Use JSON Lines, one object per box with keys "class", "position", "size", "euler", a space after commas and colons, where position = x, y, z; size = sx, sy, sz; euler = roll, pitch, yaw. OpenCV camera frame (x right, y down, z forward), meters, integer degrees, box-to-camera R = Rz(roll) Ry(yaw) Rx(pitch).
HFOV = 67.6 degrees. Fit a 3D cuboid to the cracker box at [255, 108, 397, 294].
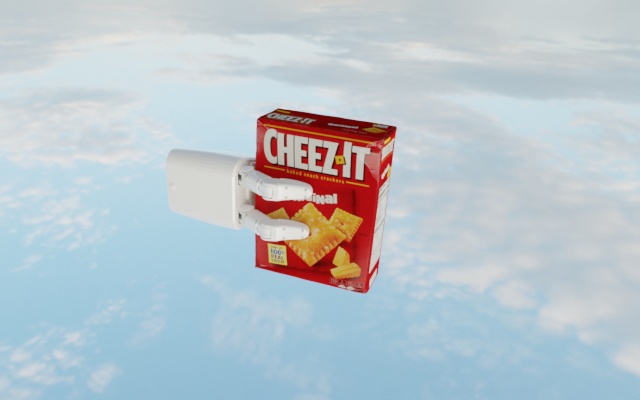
{"class": "cracker box", "position": [0.000, 0.002, 0.620], "size": [0.164, 0.214, 0.072], "euler": [12, 26, 17]}
